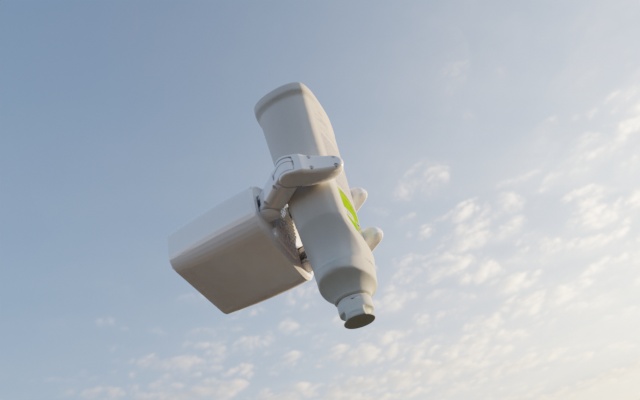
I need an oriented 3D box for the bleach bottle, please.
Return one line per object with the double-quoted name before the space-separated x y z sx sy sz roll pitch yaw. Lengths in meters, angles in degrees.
"bleach bottle" 0.000 0.002 0.469 0.068 0.250 0.103 -27 -38 13
